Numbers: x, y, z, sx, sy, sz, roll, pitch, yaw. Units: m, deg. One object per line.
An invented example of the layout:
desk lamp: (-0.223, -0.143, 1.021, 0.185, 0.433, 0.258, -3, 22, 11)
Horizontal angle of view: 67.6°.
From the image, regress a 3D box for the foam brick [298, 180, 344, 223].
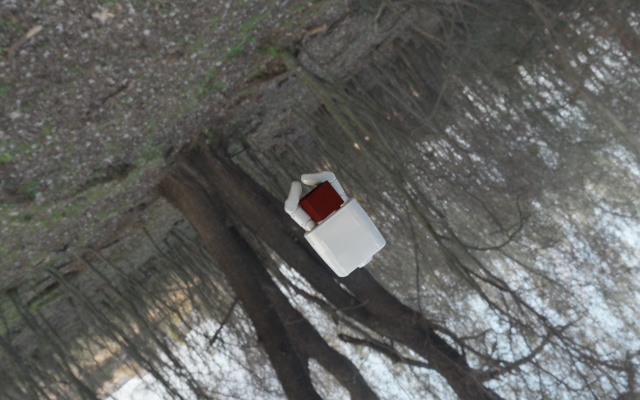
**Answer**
foam brick: (0.000, 0.003, 0.855, 0.053, 0.051, 0.078, -39, 3, -13)
